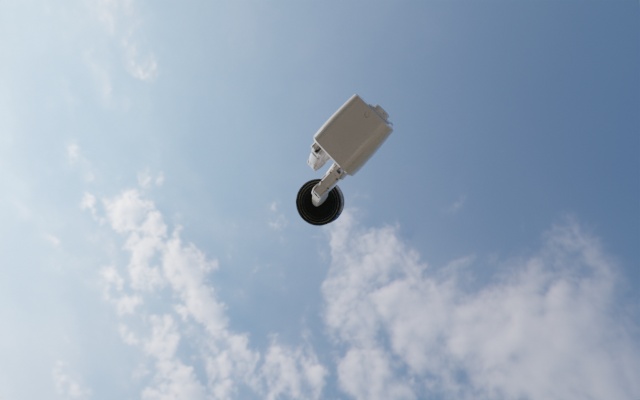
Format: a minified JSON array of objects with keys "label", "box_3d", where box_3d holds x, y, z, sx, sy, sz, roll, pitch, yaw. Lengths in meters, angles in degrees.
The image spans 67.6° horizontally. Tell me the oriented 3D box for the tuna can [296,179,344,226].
[{"label":"tuna can","box_3d":[0.000,0.003,0.882,0.086,0.086,0.034,0,2,17]}]
